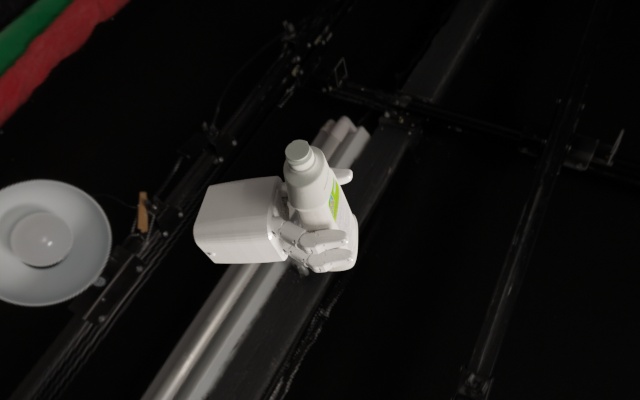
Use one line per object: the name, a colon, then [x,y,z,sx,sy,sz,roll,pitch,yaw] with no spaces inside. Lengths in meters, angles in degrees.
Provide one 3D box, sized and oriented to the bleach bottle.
bleach bottle: [0.000,0.002,0.633,0.068,0.102,0.251,-5,-32,11]
